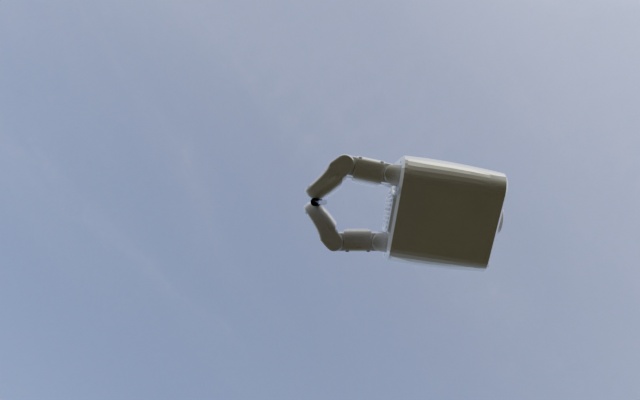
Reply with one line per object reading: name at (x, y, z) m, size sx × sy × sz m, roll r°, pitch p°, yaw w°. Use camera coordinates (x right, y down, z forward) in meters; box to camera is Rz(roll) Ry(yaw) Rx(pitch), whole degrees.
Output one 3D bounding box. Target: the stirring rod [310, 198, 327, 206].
stirring rod at (0.000, 0.002, 0.566) m, size 0.011 × 0.011 × 0.239 m, roll 0°, pitch 0°, yaw 3°
